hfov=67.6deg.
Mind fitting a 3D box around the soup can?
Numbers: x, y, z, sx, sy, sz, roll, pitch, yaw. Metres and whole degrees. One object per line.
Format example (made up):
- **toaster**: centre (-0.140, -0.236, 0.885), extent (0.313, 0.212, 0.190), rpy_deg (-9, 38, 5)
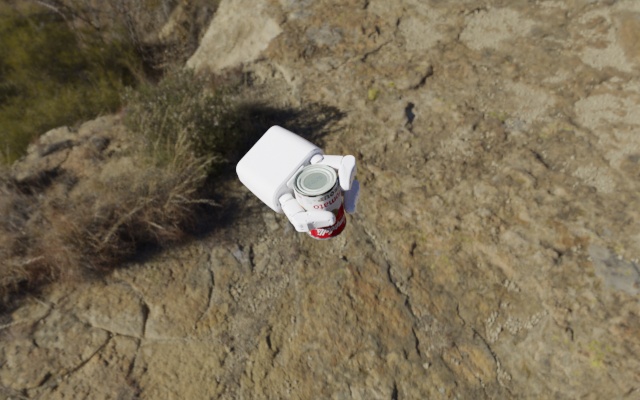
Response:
- **soup can**: centre (0.000, 0.002, 0.728), extent (0.068, 0.068, 0.102), rpy_deg (0, -42, 12)
